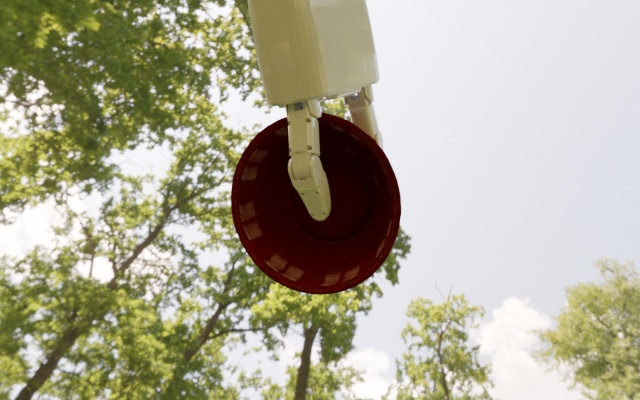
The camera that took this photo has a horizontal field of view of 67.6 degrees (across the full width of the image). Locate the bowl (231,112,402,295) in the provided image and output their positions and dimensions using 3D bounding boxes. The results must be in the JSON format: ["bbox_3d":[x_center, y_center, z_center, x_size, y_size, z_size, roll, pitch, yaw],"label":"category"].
[{"bbox_3d":[0.000,0.003,0.441,0.162,0.162,0.055,0,7,22],"label":"bowl"}]
